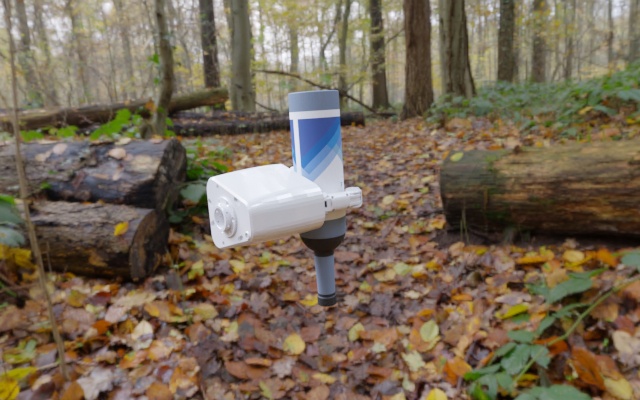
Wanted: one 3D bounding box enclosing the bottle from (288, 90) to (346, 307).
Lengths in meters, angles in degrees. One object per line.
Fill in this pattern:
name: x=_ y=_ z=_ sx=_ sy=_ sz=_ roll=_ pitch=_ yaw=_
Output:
bottle: x=0.000 y=0.002 z=0.653 sx=0.069 sy=0.296 sz=0.069 roll=-4 pitch=11 yaw=1
